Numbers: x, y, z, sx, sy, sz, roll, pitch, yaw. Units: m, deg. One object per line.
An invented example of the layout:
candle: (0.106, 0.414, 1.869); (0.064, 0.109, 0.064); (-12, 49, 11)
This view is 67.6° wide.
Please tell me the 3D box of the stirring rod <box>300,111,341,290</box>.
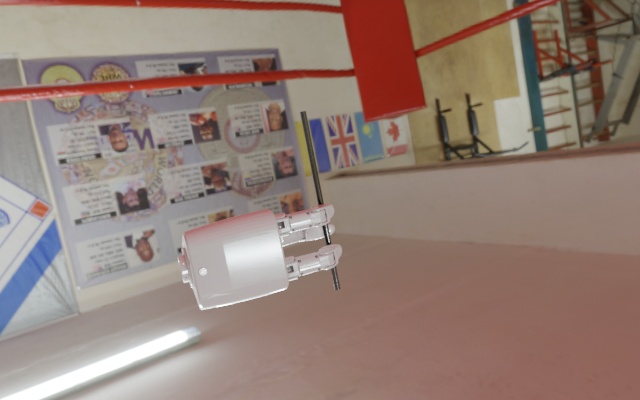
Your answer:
stirring rod: (0.000, 0.002, 0.632); (0.011, 0.239, 0.011); (-11, 6, 1)
